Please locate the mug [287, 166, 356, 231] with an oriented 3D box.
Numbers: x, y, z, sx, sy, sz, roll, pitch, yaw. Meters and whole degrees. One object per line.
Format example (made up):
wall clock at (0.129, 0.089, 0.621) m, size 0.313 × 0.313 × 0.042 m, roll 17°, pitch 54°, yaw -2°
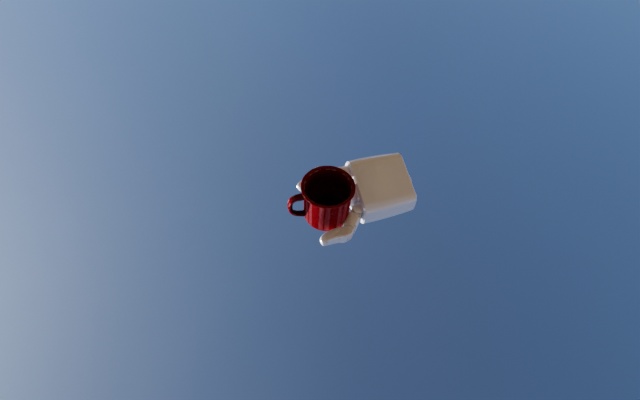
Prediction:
mug at (-0.001, 0.003, 0.831) m, size 0.117 × 0.093 × 0.082 m, roll -13°, pitch -35°, yaw -12°
